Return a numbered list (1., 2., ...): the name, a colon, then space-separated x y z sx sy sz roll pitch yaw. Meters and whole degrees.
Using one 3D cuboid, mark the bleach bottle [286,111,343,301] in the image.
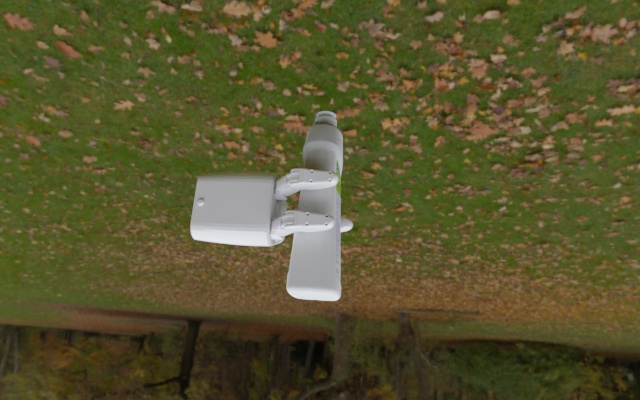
1. bleach bottle: 0.000 0.002 0.642 0.068 0.250 0.103 3 -18 5
